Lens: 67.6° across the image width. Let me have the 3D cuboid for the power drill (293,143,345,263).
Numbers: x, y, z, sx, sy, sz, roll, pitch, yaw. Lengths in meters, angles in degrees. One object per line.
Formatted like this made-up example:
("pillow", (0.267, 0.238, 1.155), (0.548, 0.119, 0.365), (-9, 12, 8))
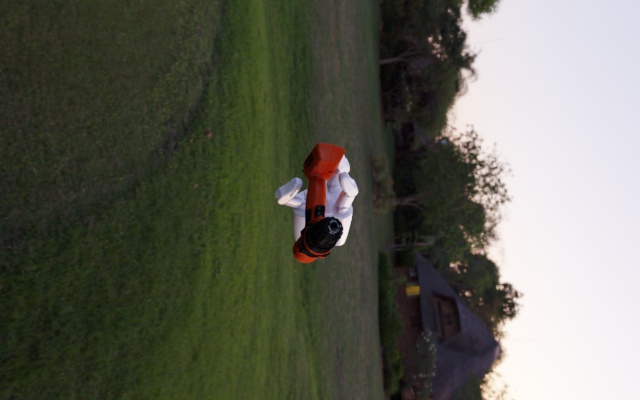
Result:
("power drill", (0.000, 0.002, 0.804), (0.057, 0.187, 0.184), (13, -21, -15))
